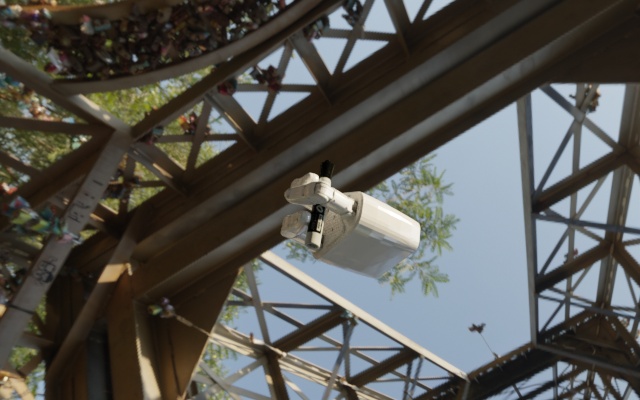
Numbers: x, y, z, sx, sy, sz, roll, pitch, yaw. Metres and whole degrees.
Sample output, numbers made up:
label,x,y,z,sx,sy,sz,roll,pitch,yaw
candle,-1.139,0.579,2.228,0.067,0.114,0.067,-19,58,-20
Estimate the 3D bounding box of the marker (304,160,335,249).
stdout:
label,x,y,z,sx,sy,sz,roll,pitch,yaw
marker,0.000,0.002,0.603,0.020,0.121,0.020,9,-26,4
